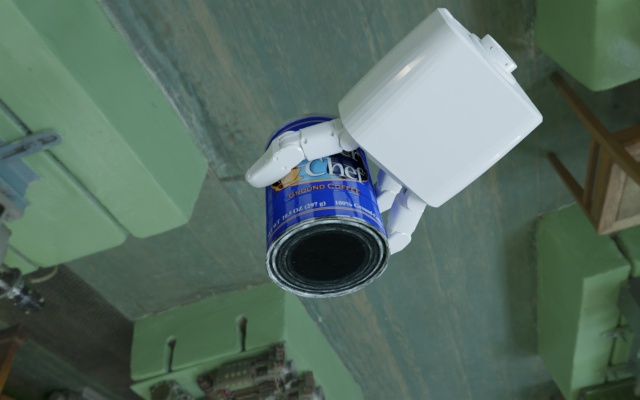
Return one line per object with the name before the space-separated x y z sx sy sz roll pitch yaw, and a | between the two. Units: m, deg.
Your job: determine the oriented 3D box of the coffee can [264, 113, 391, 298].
coffee can | 0.000 0.001 0.437 0.103 0.103 0.140 0 44 -7
